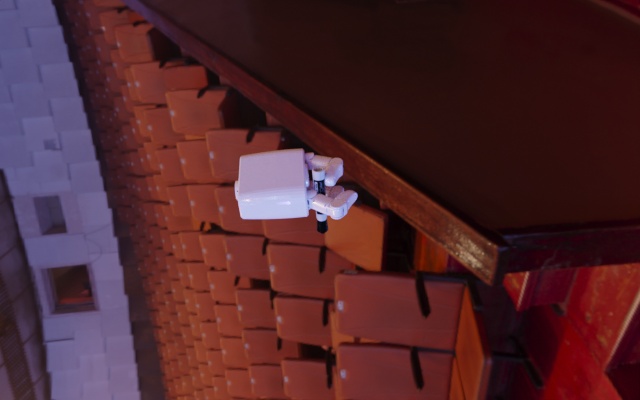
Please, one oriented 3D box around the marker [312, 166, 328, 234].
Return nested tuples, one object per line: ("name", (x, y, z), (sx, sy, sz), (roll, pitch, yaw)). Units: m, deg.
("marker", (0.000, 0.002, 0.755), (0.020, 0.121, 0.020), (-3, 34, 2))
